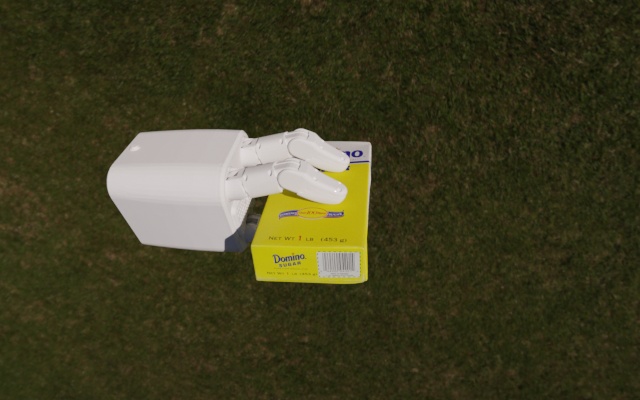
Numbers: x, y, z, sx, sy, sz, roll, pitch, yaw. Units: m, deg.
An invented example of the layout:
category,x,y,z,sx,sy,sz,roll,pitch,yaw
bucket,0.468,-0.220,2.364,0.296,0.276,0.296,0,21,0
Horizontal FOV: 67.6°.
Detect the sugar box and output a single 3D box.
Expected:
category,x,y,z,sx,sy,sz,roll,pitch,yaw
sugar box,0.000,0.001,0.449,0.093,0.048,0.176,1,37,6
